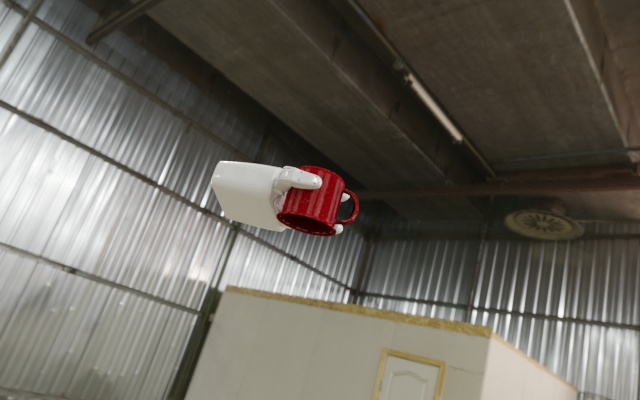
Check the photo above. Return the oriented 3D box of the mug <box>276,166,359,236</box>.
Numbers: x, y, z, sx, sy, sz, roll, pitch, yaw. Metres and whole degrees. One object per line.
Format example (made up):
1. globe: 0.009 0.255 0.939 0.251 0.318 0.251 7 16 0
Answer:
1. mug: 0.002 0.002 0.719 0.117 0.081 0.093 10 -19 16
